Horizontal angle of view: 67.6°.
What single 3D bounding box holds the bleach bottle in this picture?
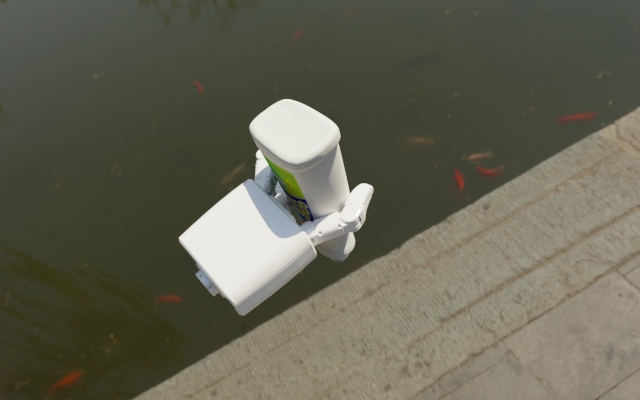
[{"bbox_3d":[0.000,0.002,0.574,0.102,0.068,0.251,39,-19,38],"label":"bleach bottle"}]
